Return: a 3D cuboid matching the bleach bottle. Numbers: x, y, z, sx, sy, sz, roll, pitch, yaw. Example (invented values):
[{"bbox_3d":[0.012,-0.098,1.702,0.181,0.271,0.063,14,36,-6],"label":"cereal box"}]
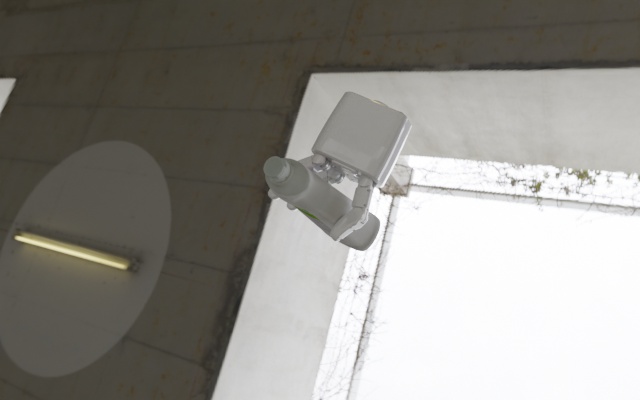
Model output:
[{"bbox_3d":[0.000,0.002,0.698,0.102,0.068,0.251,23,-8,32],"label":"bleach bottle"}]
